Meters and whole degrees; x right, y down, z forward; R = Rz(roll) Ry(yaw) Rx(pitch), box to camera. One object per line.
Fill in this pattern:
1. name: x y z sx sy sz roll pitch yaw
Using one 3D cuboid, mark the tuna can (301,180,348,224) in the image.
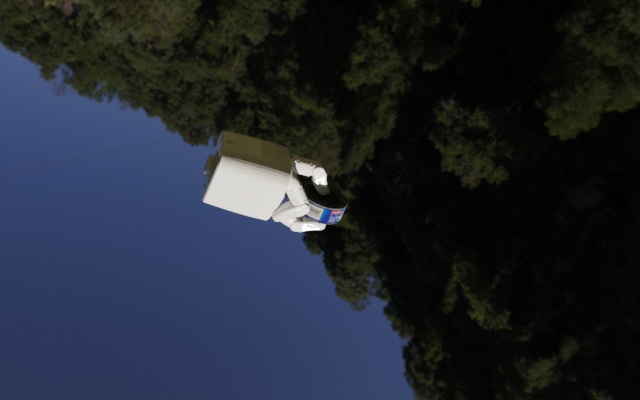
1. tuna can: 0.000 0.003 0.798 0.086 0.034 0.086 18 27 -9
